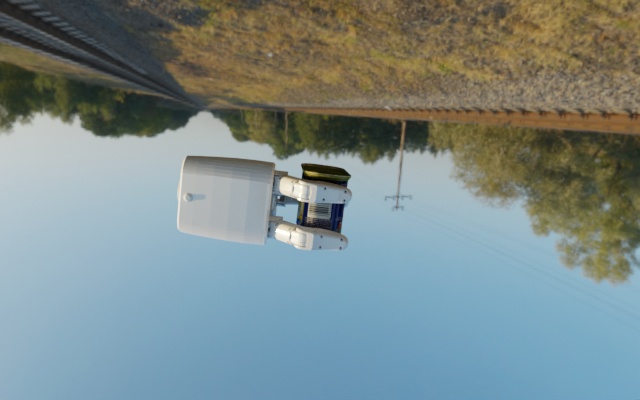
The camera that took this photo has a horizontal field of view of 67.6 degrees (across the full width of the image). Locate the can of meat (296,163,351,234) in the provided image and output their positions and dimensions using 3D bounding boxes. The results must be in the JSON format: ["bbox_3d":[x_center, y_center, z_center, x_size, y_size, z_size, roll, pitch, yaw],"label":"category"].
[{"bbox_3d":[0.000,0.002,0.592,0.057,0.084,0.102,7,10,-5],"label":"can of meat"}]
